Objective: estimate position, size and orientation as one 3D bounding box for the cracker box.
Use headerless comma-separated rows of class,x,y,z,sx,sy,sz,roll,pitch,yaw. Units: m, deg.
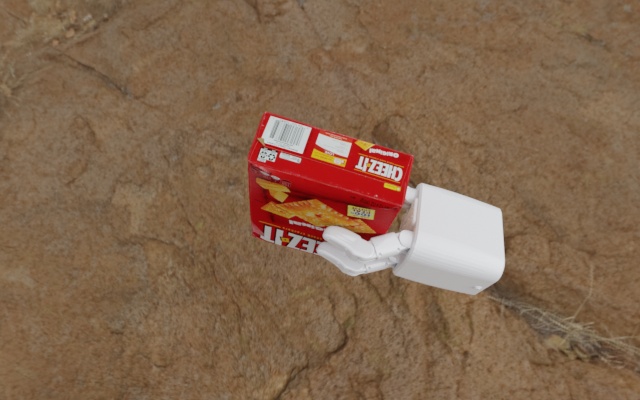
cracker box,0.000,0.002,0.571,0.164,0.072,0.214,17,-26,1
